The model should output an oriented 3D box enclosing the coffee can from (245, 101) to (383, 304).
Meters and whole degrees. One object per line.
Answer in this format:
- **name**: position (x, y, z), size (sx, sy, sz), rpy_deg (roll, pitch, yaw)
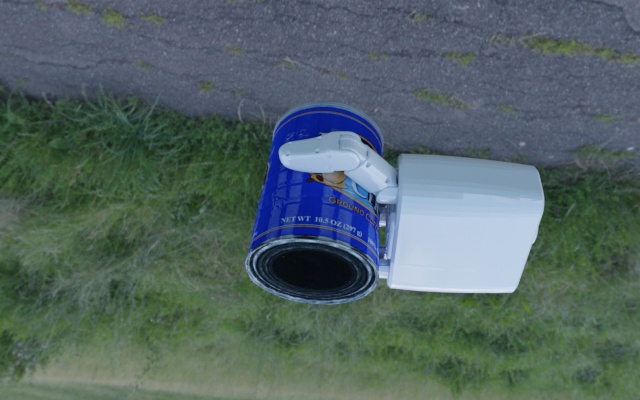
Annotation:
- **coffee can**: position (0.000, 0.001, 0.403), size (0.103, 0.140, 0.103), rpy_deg (5, -37, 3)
